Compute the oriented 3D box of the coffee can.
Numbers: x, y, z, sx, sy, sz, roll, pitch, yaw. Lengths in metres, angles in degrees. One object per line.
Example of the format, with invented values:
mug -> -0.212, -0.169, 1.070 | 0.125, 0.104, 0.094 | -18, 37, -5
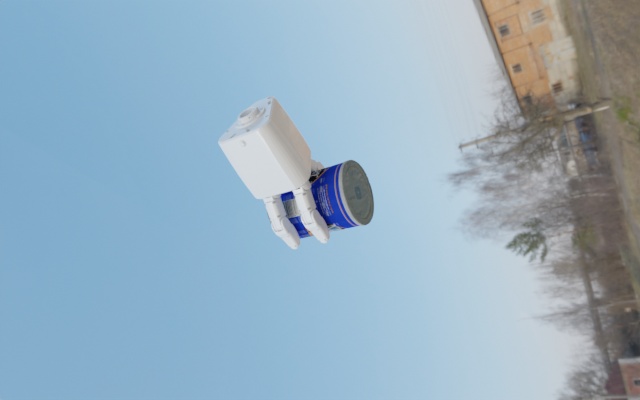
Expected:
coffee can -> 0.000, 0.003, 0.760 | 0.140, 0.103, 0.103 | -14, -7, 29
